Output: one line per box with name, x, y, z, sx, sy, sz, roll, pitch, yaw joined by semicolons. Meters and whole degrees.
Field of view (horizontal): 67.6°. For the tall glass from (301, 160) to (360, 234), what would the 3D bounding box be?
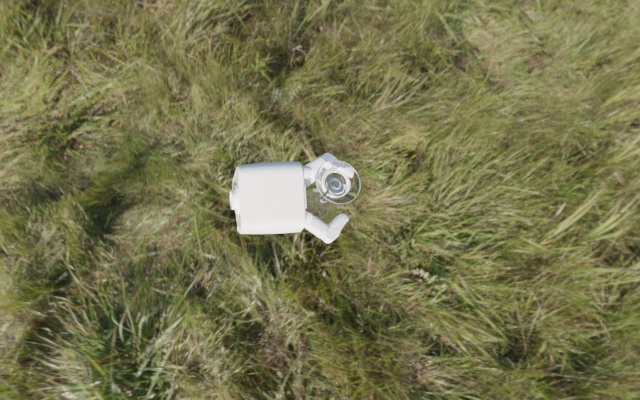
tall glass;0.000;0.003;0.835;0.079;0.079;0.201;0;-19;-17
